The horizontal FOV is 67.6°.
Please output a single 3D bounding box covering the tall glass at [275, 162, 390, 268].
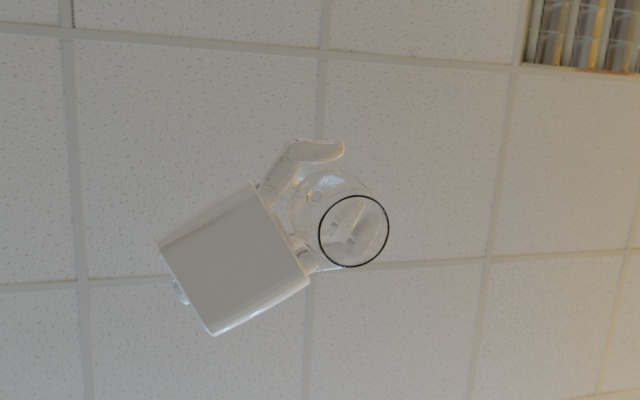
[{"bbox_3d":[0.000,0.001,0.474,0.079,0.079,0.201,0,14,-17],"label":"tall glass"}]
